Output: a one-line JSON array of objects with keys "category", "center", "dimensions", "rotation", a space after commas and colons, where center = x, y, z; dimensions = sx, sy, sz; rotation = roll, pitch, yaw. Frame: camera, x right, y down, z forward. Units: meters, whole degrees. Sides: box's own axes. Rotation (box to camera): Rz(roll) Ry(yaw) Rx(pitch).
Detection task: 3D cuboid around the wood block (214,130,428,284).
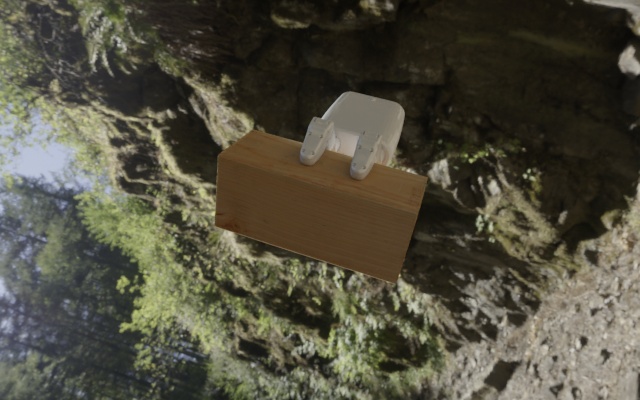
[{"category": "wood block", "center": [0.000, 0.002, 0.520], "dimensions": [0.206, 0.091, 0.090], "rotation": [16, 30, 11]}]
